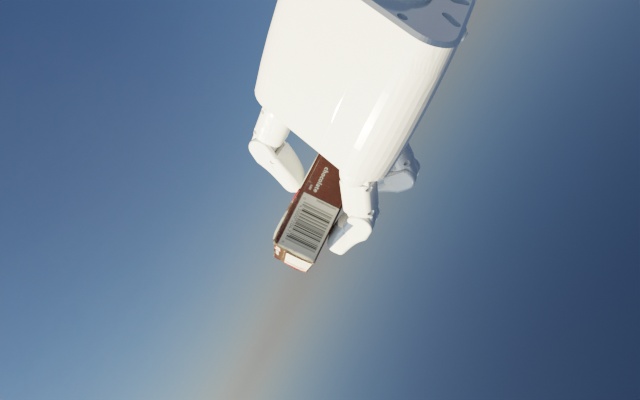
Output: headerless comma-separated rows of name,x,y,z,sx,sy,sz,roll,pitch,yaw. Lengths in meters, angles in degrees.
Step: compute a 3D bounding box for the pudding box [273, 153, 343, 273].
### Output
pudding box,0.000,0.001,0.405,0.039,0.113,0.090,28,-14,2
